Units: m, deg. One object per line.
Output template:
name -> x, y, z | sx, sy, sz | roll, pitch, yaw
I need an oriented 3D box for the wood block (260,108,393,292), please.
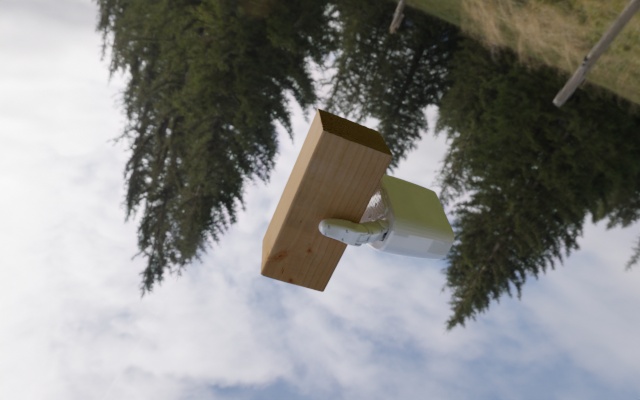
wood block -> 0.000, 0.002, 0.612 | 0.090, 0.206, 0.090 | 18, 23, -14
